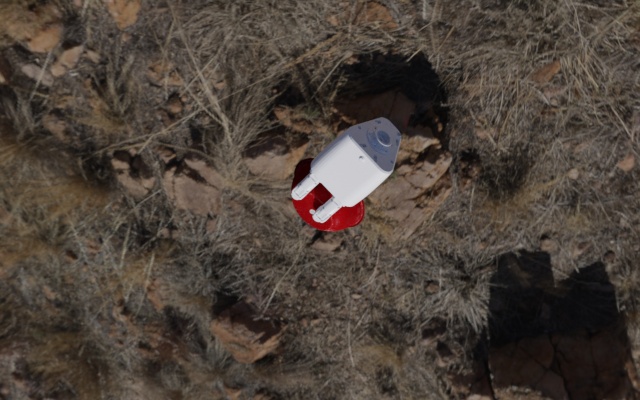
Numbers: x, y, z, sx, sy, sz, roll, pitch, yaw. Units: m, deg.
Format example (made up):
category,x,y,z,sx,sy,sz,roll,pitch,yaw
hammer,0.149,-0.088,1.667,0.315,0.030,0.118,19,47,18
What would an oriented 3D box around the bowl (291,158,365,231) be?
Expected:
category,x,y,z,sx,sy,sz,roll,pitch,yaw
bowl,0.000,0.004,0.881,0.162,0.162,0.055,0,37,48
